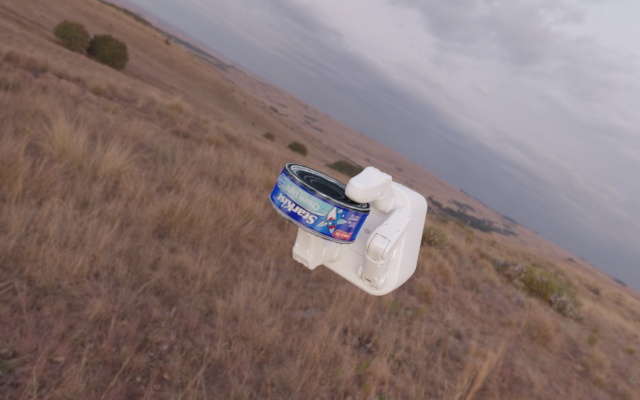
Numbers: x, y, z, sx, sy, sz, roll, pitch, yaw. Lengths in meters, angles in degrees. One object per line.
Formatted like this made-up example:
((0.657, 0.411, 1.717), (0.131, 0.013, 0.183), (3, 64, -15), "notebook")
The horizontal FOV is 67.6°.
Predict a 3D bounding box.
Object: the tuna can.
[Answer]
((0.000, 0.001, 0.415), (0.086, 0.034, 0.086), (26, 14, -7), "tuna can")
